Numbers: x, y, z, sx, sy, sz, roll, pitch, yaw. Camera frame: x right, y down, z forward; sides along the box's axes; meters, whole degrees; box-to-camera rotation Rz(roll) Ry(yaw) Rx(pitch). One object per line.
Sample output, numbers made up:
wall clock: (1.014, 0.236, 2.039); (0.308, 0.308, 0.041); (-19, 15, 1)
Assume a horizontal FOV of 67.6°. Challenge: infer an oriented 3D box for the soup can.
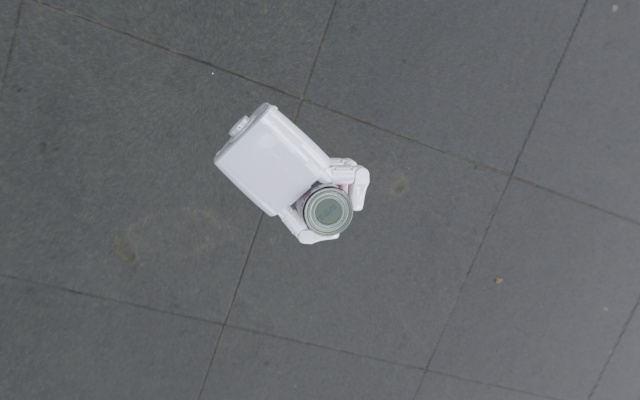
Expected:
soup can: (0.000, 0.003, 0.652); (0.068, 0.068, 0.102); (0, 15, -13)
